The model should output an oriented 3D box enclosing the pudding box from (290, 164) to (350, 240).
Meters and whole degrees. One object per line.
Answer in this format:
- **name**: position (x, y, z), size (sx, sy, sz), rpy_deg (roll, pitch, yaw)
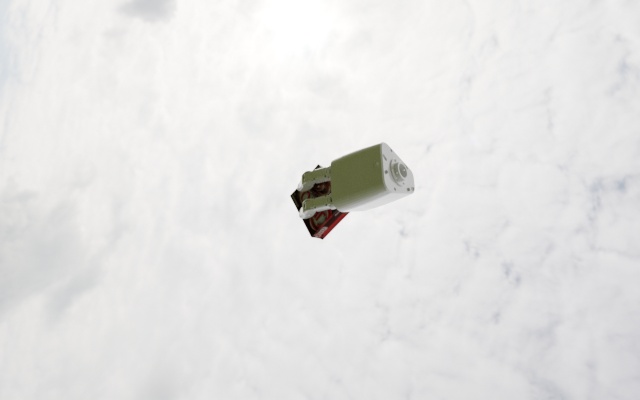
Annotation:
- **pudding box**: position (0.000, 0.003, 0.893), size (0.039, 0.113, 0.090), rpy_deg (22, -60, -44)
